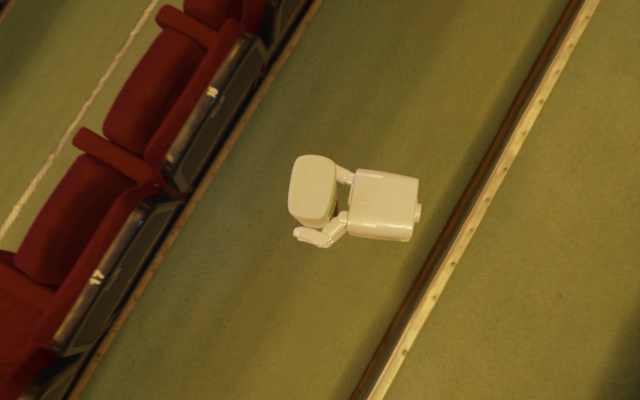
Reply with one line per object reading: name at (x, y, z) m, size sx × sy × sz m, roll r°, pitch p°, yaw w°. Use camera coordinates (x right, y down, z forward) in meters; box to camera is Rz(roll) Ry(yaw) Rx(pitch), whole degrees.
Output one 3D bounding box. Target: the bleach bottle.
bleach bottle at (0.000, 0.003, 0.829) m, size 0.068 × 0.102 × 0.251 m, roll 9°, pitch -9°, yaw 8°
